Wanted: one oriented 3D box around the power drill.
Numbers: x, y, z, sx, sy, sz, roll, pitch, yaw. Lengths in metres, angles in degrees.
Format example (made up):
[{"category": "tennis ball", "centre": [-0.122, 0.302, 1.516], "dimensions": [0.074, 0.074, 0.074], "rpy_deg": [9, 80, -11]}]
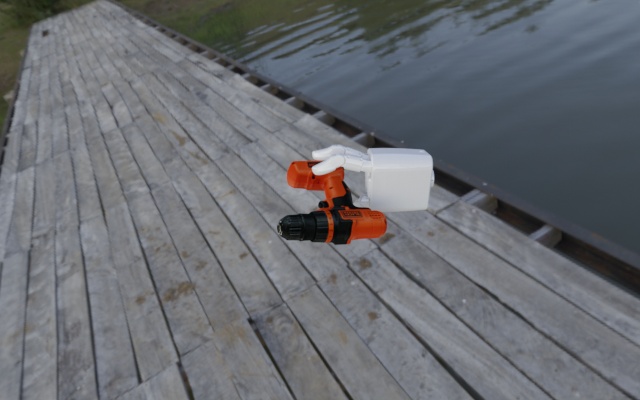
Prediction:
[{"category": "power drill", "centre": [0.000, 0.002, 0.816], "dimensions": [0.184, 0.057, 0.187], "rpy_deg": [1, 37, -22]}]
